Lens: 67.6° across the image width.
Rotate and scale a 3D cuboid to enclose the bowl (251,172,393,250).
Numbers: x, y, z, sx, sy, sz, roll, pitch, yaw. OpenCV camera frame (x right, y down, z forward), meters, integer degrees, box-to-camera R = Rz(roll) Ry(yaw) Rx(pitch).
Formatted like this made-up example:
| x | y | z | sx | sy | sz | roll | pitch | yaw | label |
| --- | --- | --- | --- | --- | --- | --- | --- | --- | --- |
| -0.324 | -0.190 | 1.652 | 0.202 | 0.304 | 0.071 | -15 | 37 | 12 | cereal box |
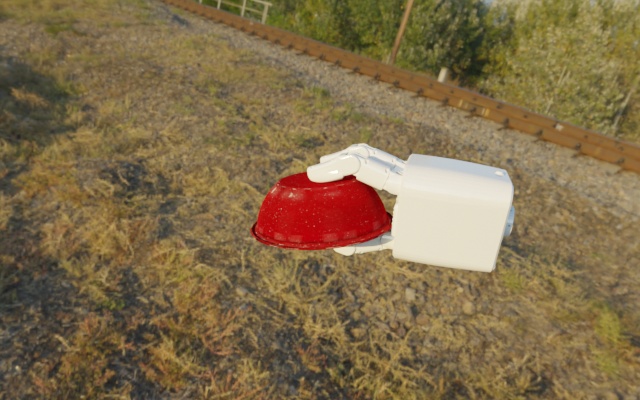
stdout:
| x | y | z | sx | sy | sz | roll | pitch | yaw | label |
| --- | --- | --- | --- | --- | --- | --- | --- | --- | --- |
| -0.001 | 0.001 | 0.533 | 0.162 | 0.055 | 0.162 | -5 | 15 | 1 | bowl |
